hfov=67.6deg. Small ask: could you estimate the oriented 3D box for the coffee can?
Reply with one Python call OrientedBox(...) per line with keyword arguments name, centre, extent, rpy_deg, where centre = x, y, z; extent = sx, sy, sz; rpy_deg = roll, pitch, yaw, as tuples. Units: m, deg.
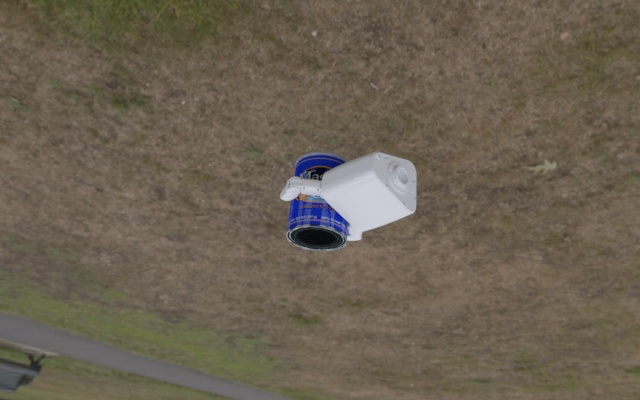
OrientedBox(name="coffee can", centre=(0.000, 0.003, 0.815), extent=(0.103, 0.140, 0.103), rpy_deg=(5, -28, 3))
